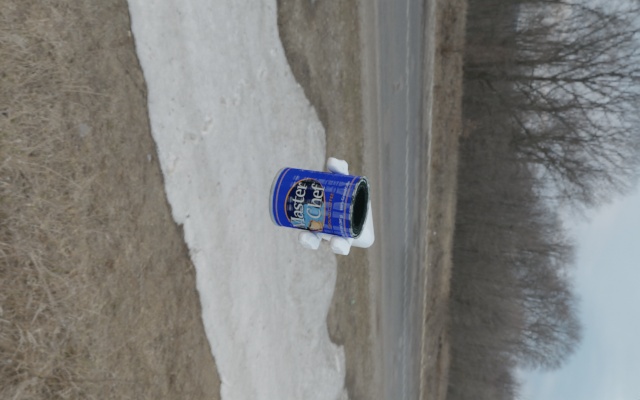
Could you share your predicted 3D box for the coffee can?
[{"bbox_3d":[0.000,0.002,0.786,0.140,0.103,0.103,8,3,20],"label":"coffee can"}]
